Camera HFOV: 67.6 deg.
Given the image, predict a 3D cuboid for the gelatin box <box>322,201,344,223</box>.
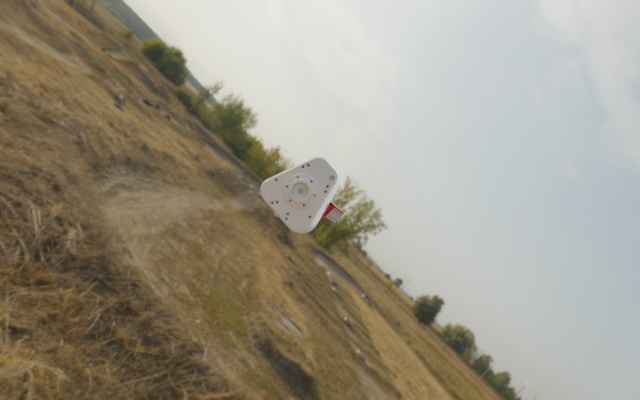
[{"bbox_3d":[0.001,0.003,0.866,0.073,0.030,0.089,44,3,16],"label":"gelatin box"}]
